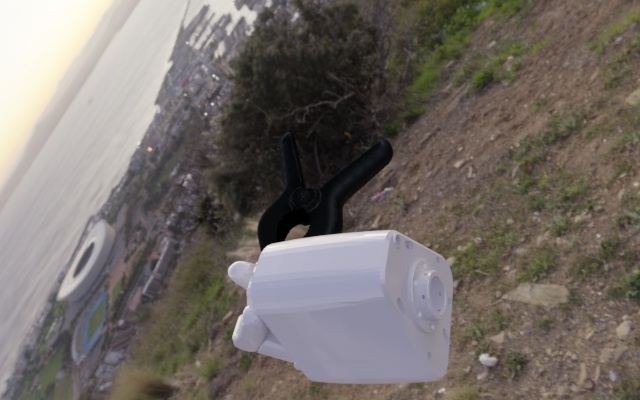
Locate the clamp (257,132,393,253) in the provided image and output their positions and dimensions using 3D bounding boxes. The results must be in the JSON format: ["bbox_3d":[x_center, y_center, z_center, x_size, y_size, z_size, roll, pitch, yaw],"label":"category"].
[{"bbox_3d":[0.000,0.001,0.443,0.120,0.171,0.039,-3,-34,25],"label":"clamp"}]
